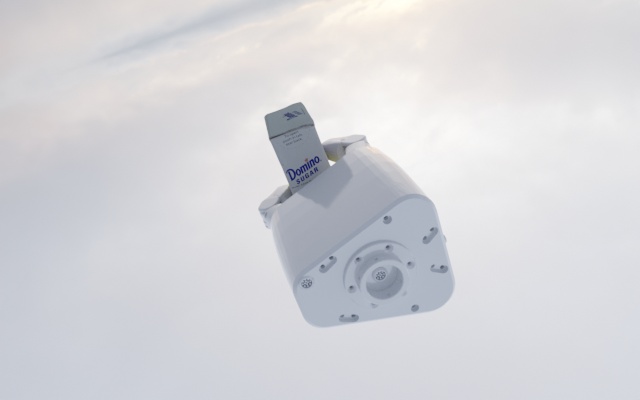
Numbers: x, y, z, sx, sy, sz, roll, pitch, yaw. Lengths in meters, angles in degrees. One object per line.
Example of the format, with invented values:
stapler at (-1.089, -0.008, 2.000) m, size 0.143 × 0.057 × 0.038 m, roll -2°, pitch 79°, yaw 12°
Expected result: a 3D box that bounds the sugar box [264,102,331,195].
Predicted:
sugar box at (0.001, 0.001, 0.453) m, size 0.048 × 0.176 × 0.093 m, roll -20°, pitch 24°, yaw -1°
